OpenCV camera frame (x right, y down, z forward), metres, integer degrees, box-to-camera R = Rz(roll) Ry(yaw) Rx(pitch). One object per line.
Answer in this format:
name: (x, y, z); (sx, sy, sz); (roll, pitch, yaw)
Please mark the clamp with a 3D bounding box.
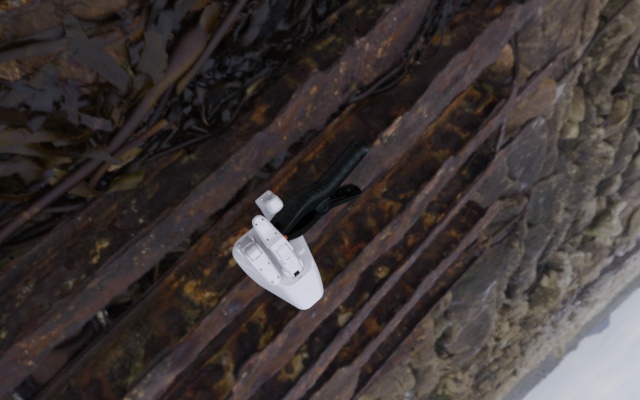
clamp: (0.000, 0.003, 0.637); (0.039, 0.171, 0.120); (44, -14, 29)
